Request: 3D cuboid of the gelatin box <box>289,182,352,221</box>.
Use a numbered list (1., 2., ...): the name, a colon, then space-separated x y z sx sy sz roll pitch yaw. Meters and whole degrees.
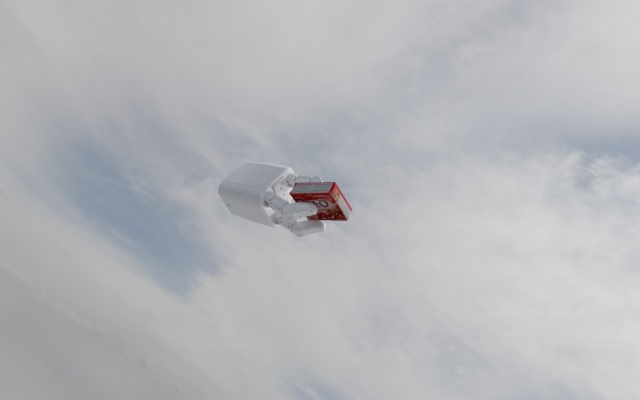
1. gelatin box: 0.001 0.002 0.833 0.089 0.030 0.073 0 -42 35
